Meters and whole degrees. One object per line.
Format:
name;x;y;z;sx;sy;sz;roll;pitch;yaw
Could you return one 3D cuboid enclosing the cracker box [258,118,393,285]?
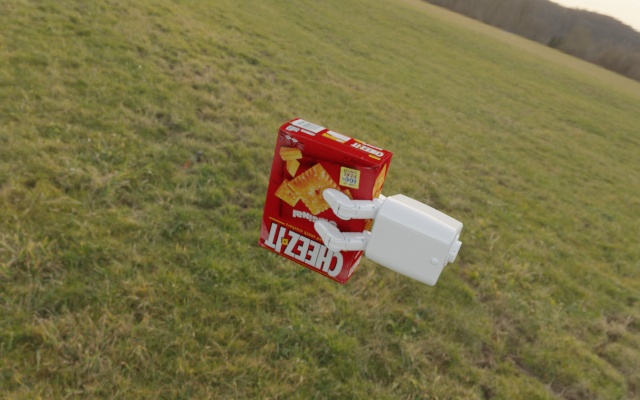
cracker box;0.000;0.002;0.736;0.164;0.214;0.072;23;29;16
